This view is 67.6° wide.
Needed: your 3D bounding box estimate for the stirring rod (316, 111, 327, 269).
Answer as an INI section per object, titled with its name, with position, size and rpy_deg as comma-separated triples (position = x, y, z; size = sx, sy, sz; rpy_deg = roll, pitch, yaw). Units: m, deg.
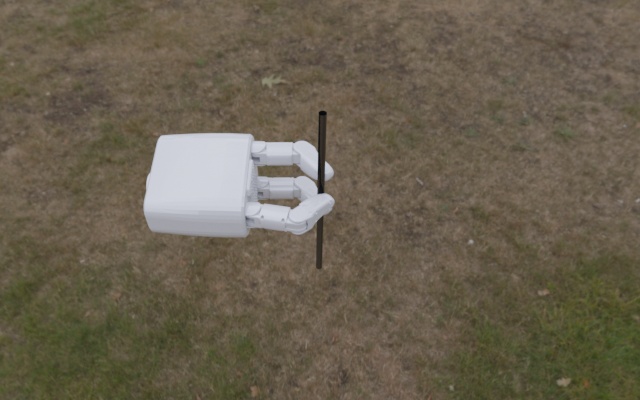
[stirring rod]
position = 0.000, 0.002, 0.539
size = 0.011, 0.011, 0.240
rpy_deg = 1, -45, -1
